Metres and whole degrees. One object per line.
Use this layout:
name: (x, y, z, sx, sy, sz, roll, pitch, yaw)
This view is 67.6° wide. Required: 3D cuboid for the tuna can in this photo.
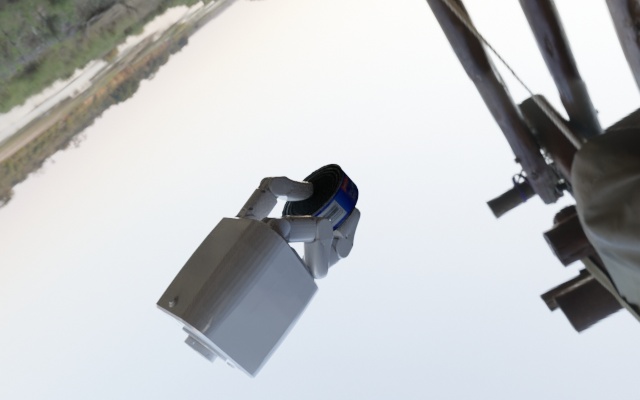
tuna can: (0.000, 0.002, 0.526, 0.034, 0.086, 0.086, 46, -24, -26)
